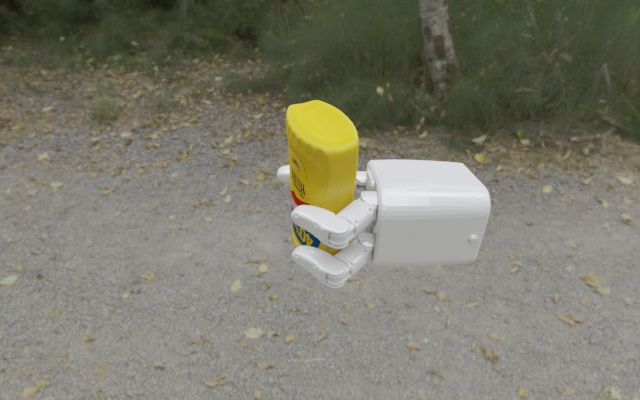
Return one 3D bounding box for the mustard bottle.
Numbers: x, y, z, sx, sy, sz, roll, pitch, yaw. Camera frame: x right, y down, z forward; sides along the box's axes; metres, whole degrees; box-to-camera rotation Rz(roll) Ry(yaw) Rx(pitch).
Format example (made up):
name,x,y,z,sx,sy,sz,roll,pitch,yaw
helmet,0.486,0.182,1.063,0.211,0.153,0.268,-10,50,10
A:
name,x,y,z,sx,sy,sz,roll,pitch,yaw
mustard bottle,0.000,0.001,0.495,0.058,0.192,0.096,-17,42,-20
